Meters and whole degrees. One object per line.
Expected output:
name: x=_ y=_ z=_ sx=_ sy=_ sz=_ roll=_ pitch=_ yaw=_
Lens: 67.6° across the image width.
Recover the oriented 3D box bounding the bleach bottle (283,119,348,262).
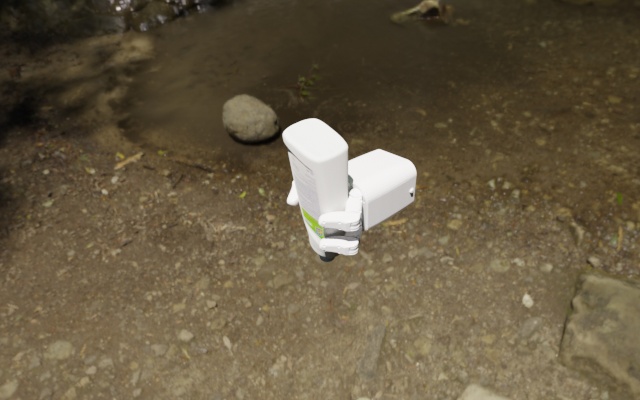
bleach bottle: x=0.000 y=0.003 z=0.754 sx=0.068 sy=0.251 sz=0.102 roll=-27 pitch=49 yaw=-22
